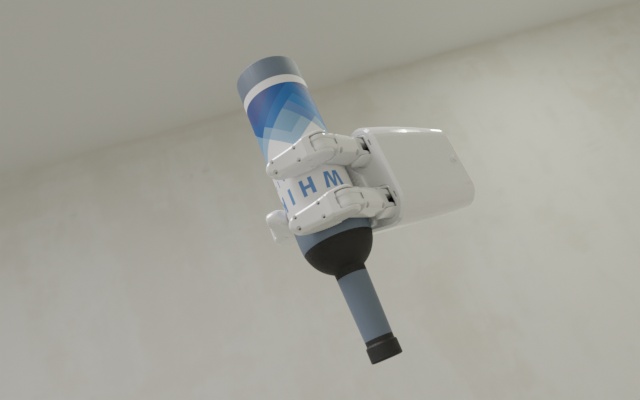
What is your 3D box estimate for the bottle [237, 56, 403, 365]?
[{"bbox_3d":[0.000,0.001,0.438,0.069,0.295,0.069,-20,-21,-8],"label":"bottle"}]
